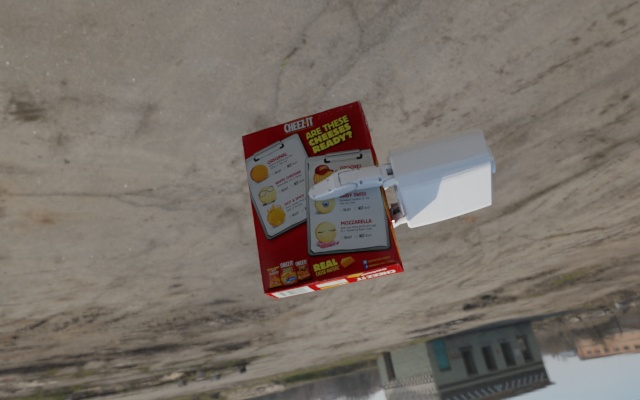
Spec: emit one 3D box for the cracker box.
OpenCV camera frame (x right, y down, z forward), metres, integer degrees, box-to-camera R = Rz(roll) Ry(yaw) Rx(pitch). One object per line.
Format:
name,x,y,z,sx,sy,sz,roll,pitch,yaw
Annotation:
cracker box,0.000,0.002,0.604,0.164,0.213,0.072,-15,-20,10
